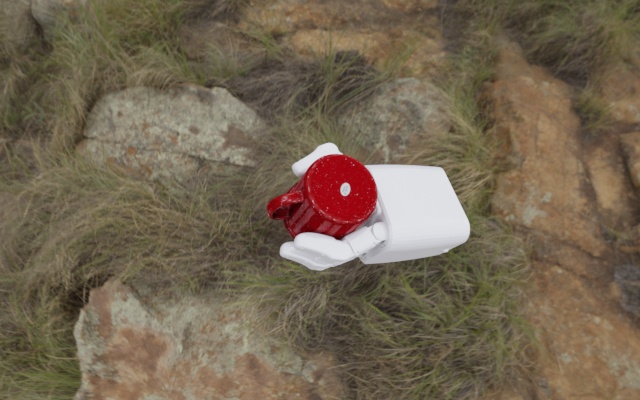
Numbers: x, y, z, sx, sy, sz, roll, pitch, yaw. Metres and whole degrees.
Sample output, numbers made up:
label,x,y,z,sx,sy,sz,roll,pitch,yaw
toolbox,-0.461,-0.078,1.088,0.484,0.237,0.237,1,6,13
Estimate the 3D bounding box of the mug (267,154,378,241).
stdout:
label,x,y,z,sx,sy,sz,roll,pitch,yaw
mug,-0.001,0.002,0.519,0.117,0.093,0.081,-3,-21,-20
